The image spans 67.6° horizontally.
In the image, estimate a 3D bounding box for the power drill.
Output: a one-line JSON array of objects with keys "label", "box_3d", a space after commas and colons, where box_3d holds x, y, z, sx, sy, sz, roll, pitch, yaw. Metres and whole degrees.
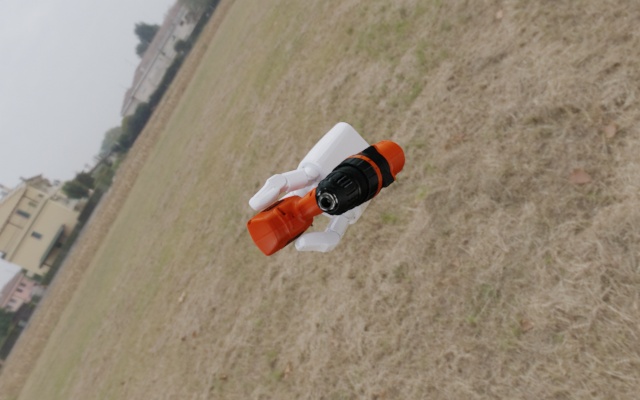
[{"label": "power drill", "box_3d": [0.000, 0.002, 0.568, 0.188, 0.057, 0.184, -29, 1, 34]}]
